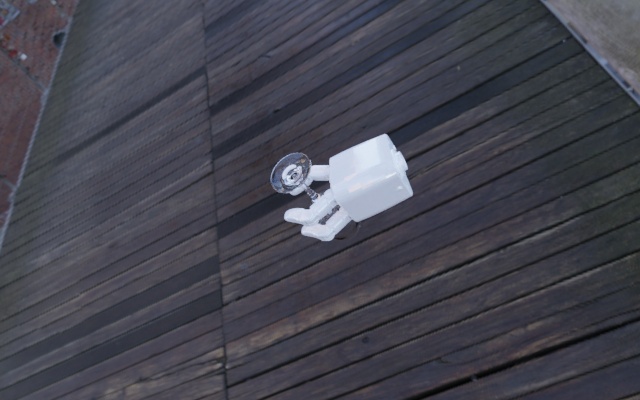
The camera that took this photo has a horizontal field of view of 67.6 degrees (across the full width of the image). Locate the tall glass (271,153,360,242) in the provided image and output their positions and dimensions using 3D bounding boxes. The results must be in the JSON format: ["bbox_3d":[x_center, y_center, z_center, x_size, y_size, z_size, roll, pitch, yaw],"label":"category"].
[{"bbox_3d":[0.000,0.002,0.824,0.079,0.079,0.201,0,-28,32],"label":"tall glass"}]
